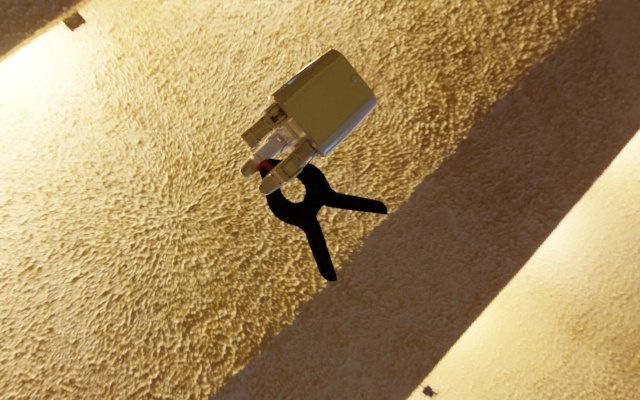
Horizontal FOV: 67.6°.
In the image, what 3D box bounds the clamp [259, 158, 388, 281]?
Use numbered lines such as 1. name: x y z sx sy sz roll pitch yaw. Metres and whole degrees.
1. clamp: 0.000 0.002 0.593 0.120 0.171 0.039 -43 10 -17
